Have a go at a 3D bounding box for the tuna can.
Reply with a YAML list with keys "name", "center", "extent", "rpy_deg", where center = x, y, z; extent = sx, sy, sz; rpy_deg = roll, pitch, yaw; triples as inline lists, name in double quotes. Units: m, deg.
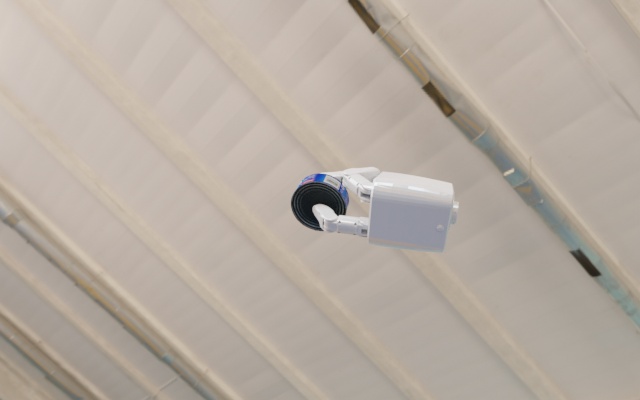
- name: "tuna can"
  center: [0.000, 0.002, 0.730]
  extent: [0.086, 0.086, 0.033]
  rpy_deg: [0, 30, 14]
